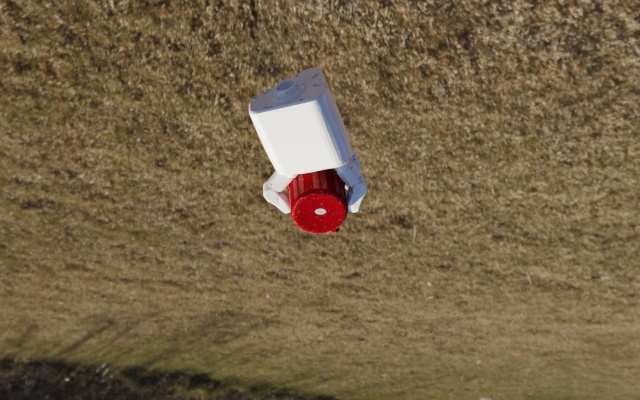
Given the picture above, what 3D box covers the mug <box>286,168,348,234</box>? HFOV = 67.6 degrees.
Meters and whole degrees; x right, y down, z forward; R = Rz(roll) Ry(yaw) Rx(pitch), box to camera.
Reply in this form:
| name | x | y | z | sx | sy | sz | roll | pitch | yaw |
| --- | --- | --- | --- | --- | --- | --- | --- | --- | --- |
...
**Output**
| name | x | y | z | sx | sy | sz | roll | pitch | yaw |
| --- | --- | --- | --- | --- | --- | --- | --- | --- | --- |
| mug | 0.001 | 0.003 | 0.703 | 0.093 | 0.117 | 0.081 | -19 | 38 | 10 |
